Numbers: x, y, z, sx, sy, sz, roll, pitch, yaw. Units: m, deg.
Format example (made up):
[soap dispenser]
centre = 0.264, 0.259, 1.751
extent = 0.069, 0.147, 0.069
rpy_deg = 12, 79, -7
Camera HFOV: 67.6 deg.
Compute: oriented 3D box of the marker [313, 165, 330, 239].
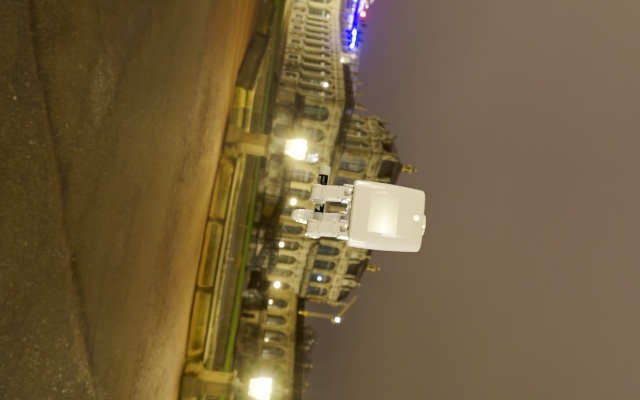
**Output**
[marker]
centre = 0.000, 0.003, 0.782
extent = 0.020, 0.121, 0.020
rpy_deg = 7, -11, 1
